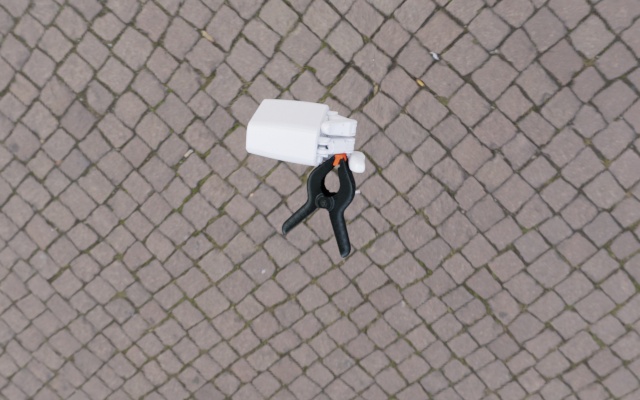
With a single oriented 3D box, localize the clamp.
[{"bbox_3d":[0.000,0.003,0.765,0.120,0.171,0.039,10,17,8],"label":"clamp"}]
